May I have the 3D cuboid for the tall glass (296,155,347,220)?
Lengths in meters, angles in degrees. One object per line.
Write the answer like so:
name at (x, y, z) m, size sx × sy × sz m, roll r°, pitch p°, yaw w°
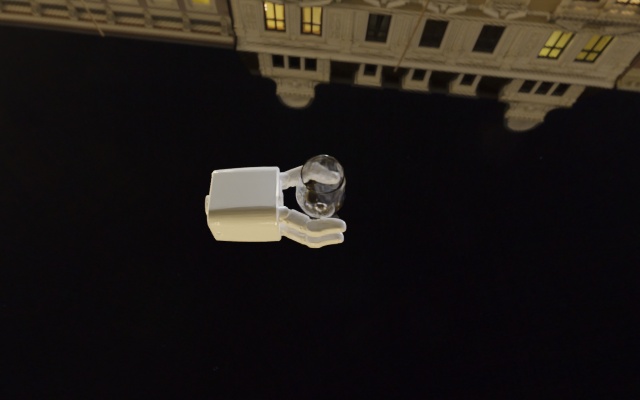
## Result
tall glass at (0.000, 0.003, 0.757) m, size 0.079 × 0.079 × 0.201 m, roll 0°, pitch -23°, yaw -2°
